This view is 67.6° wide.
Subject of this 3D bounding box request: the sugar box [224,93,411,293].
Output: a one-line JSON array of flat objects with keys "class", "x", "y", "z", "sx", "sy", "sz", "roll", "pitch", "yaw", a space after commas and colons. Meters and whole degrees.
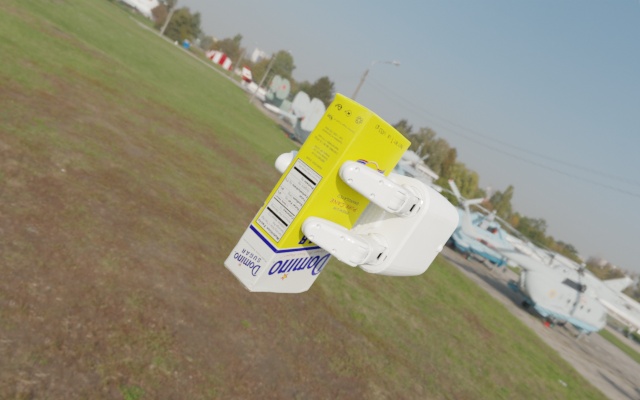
[{"class": "sugar box", "x": 0.001, "y": 0.002, "z": 0.422, "sx": 0.048, "sy": 0.176, "sz": 0.093, "roll": 37, "pitch": 10, "yaw": 31}]
